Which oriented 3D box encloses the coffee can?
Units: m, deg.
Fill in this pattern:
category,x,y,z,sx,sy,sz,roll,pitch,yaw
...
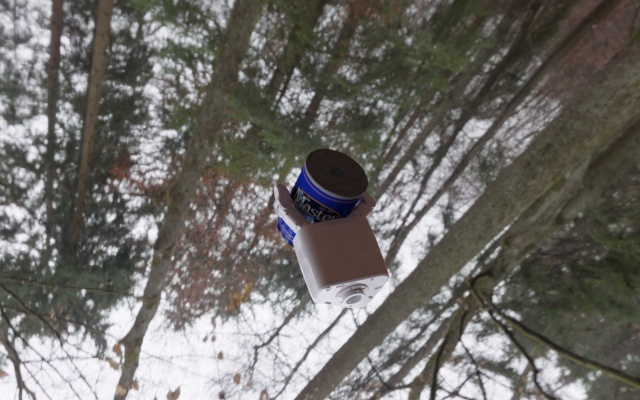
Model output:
category,x,y,z,sx,sy,sz,roll,pitch,yaw
coffee can,0.000,0.002,0.764,0.103,0.102,0.140,0,-42,-30
